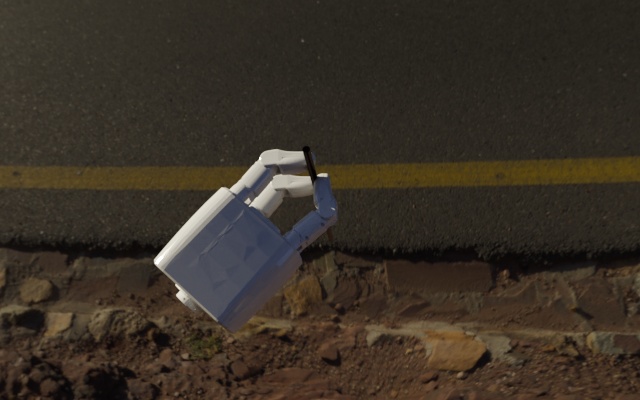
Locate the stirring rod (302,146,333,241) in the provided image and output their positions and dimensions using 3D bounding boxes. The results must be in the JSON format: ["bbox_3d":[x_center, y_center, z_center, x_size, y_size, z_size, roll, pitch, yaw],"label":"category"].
[{"bbox_3d":[0.000,0.002,0.590,0.011,0.011,0.240,0,-27,8],"label":"stirring rod"}]
